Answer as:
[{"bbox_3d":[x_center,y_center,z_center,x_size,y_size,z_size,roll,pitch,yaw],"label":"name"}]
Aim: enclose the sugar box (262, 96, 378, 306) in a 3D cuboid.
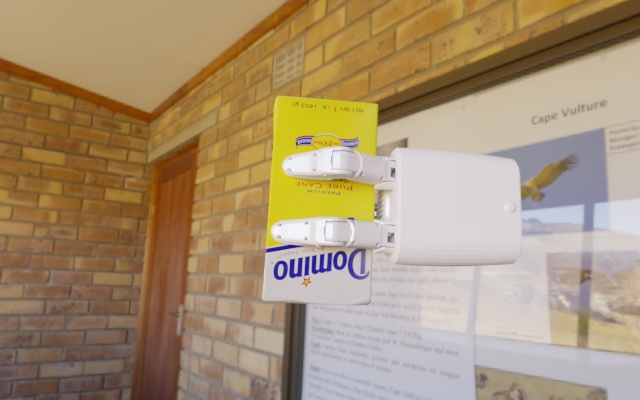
[{"bbox_3d":[0.000,0.001,0.421,0.093,0.176,0.048,3,-10,-5],"label":"sugar box"}]
